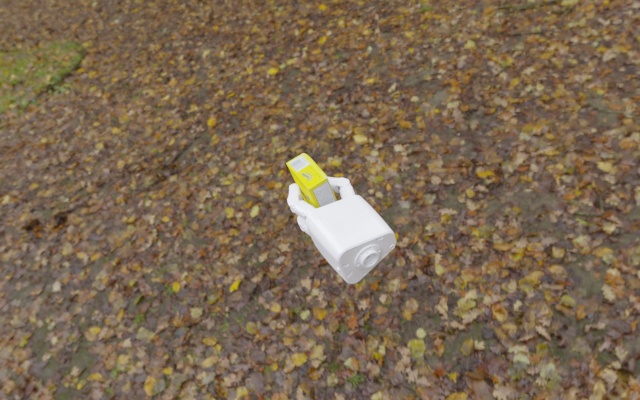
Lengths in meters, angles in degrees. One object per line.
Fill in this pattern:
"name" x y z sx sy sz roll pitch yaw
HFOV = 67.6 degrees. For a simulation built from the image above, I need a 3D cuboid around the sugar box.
"sugar box" 0.000 0.003 0.890 0.048 0.176 0.093 -31 45 -9
